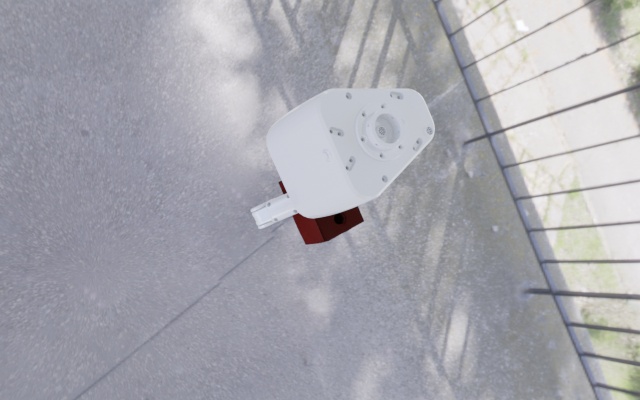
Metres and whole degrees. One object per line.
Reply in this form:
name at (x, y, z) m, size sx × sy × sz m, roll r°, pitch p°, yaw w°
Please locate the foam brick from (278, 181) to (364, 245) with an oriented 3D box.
foam brick at (0.000, 0.002, 0.507) m, size 0.053 × 0.078 × 0.051 m, roll -26°, pitch 4°, yaw -28°
